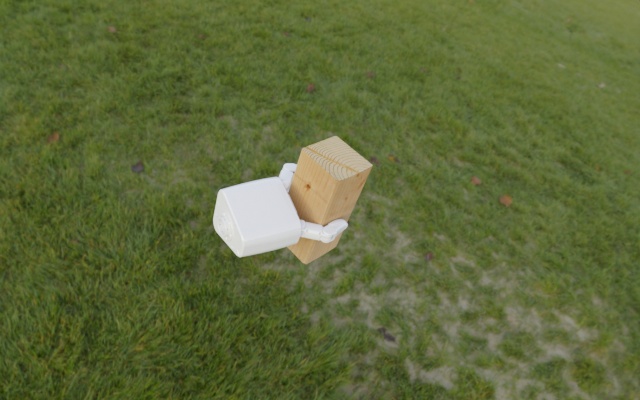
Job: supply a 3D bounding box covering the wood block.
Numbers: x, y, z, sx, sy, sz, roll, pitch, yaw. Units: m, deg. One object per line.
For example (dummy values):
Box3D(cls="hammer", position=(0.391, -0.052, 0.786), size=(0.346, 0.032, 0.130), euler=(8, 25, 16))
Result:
Box3D(cls="wood block", position=(0.000, 0.003, 0.846), size=(0.090, 0.206, 0.090), euler=(-26, 59, -41))
